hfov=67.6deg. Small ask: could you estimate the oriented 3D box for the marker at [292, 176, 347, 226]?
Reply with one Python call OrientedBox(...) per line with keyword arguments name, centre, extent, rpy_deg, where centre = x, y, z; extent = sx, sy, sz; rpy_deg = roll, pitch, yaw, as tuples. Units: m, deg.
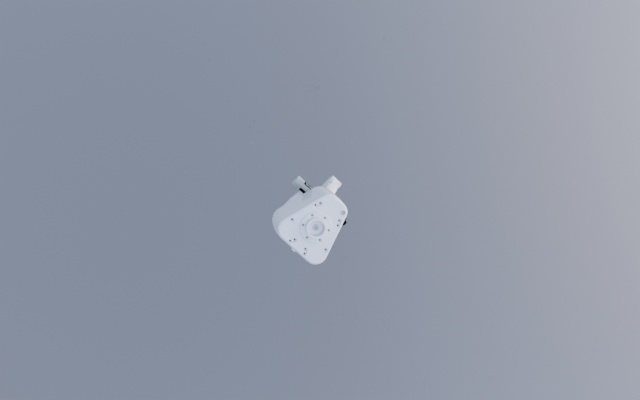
OrientedBox(name="marker", centre=(0.000, 0.003, 0.851), extent=(0.121, 0.020, 0.020), rpy_deg=(42, -9, -10))
